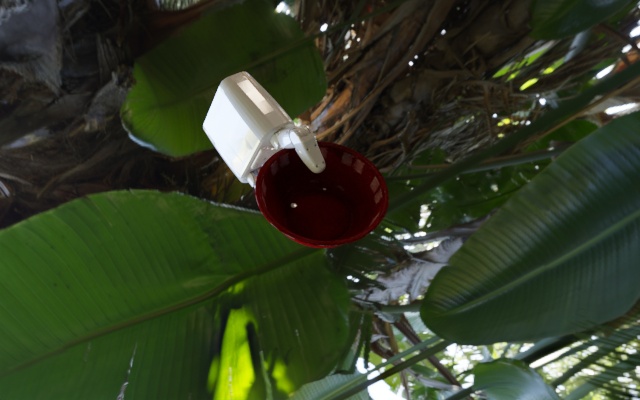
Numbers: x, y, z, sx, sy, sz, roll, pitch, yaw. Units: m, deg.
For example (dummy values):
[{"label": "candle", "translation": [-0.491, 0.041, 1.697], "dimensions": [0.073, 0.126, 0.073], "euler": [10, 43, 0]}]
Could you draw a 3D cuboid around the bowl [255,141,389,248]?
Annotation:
[{"label": "bowl", "translation": [0.001, 0.003, 0.591], "dimensions": [0.162, 0.162, 0.055], "euler": [0, -39, -8]}]
